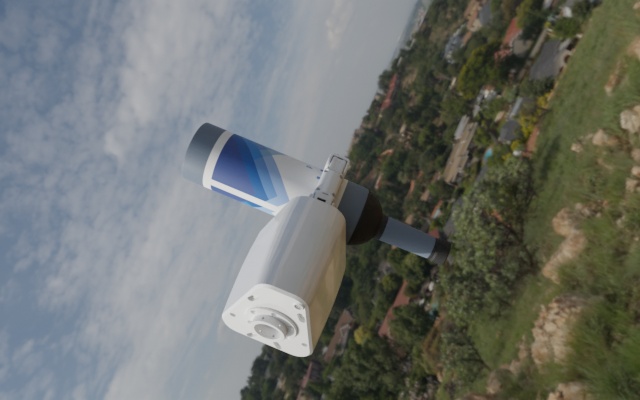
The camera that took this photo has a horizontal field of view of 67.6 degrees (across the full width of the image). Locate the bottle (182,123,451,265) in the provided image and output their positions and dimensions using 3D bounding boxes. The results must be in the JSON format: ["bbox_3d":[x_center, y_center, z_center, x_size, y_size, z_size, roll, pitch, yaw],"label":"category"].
[{"bbox_3d":[0.000,0.002,0.521,0.296,0.069,0.069,23,0,1],"label":"bottle"}]
